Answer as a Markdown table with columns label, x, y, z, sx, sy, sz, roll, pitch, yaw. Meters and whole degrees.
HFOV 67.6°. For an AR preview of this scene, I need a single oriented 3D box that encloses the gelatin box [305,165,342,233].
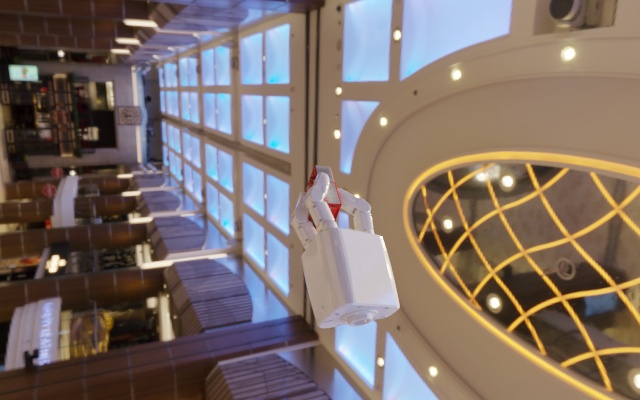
| label | x | y | z | sx | sy | sz | roll | pitch | yaw |
| --- | --- | --- | --- | --- | --- | --- | --- | --- | --- |
| gelatin box | 0.000 | 0.002 | 0.723 | 0.030 | 0.073 | 0.089 | 5 | 43 | -19 |
